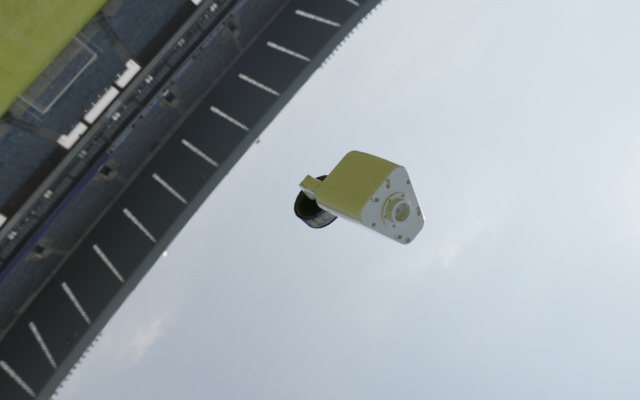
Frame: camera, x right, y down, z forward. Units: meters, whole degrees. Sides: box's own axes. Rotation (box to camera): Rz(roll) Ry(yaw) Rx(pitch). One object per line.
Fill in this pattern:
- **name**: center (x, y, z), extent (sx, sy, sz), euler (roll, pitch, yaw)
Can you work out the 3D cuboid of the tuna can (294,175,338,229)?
- **tuna can**: center (0.000, 0.003, 0.769), extent (0.086, 0.086, 0.034), euler (0, -34, 46)
